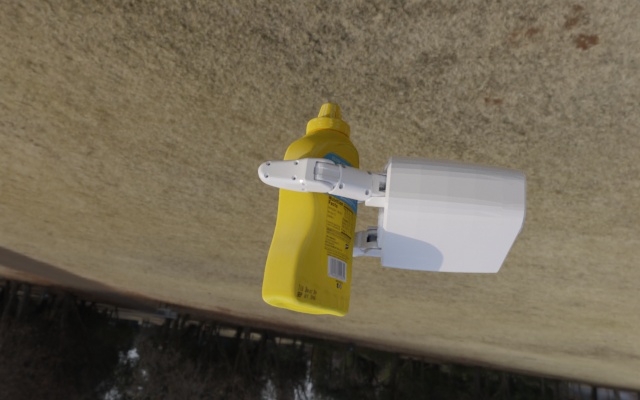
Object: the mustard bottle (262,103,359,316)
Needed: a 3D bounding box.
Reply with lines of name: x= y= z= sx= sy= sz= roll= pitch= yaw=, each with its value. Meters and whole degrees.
mustard bottle: x=0.000 y=0.002 z=0.427 sx=0.058 sy=0.191 sz=0.096 roll=-4 pitch=-20 yaw=32
